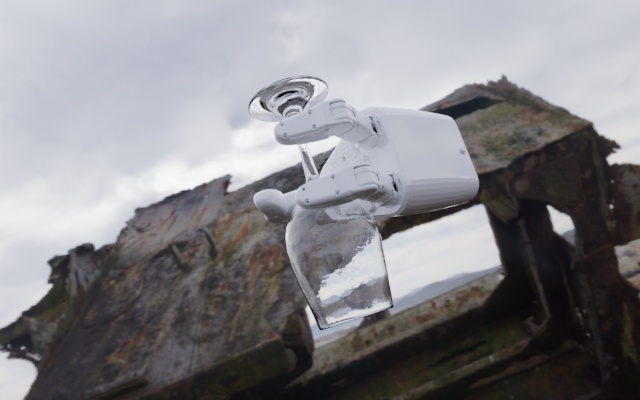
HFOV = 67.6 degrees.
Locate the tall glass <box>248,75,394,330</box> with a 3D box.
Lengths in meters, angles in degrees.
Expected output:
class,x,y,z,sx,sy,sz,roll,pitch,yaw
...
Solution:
class,x,y,z,sx,sy,sz,roll,pitch,yaw
tall glass,0.000,0.001,0.401,0.079,0.201,0.079,-16,-15,-4
